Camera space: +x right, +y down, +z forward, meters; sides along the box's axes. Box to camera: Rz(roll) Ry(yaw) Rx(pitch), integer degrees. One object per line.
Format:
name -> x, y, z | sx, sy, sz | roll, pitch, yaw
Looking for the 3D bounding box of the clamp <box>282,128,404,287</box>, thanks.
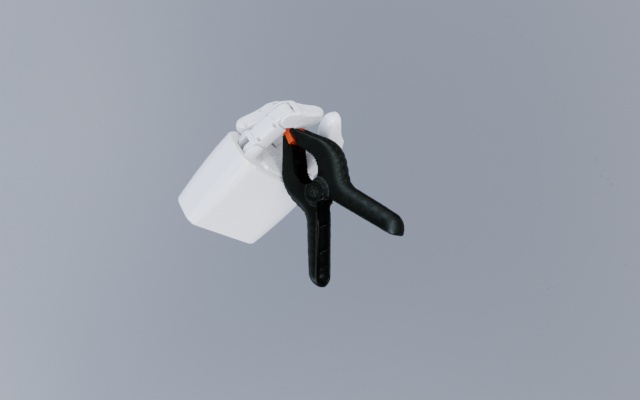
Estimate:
clamp -> 0.000, 0.001, 0.498 | 0.120, 0.171, 0.039 | -45, -28, 22
